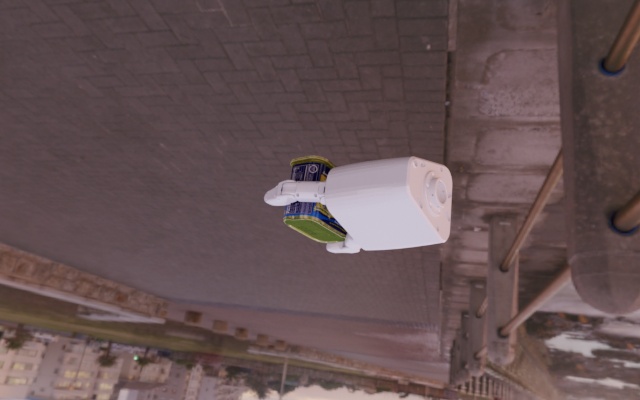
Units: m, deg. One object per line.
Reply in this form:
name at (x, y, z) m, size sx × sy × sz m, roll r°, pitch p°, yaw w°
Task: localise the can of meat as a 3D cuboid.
can of meat at (0.000, 0.002, 0.624) m, size 0.057 × 0.084 × 0.102 m, roll -6°, pitch -25°, yaw 35°
